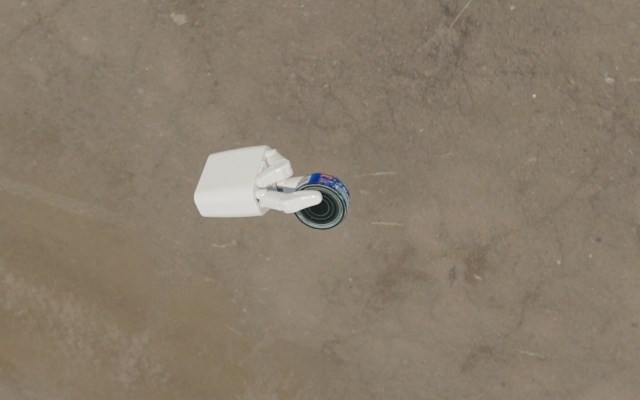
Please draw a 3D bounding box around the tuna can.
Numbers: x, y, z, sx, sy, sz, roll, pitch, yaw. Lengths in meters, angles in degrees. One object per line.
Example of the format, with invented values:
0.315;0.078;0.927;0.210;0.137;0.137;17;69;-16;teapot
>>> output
0.000;0.003;0.716;0.086;0.086;0.033;0;33;14;tuna can
